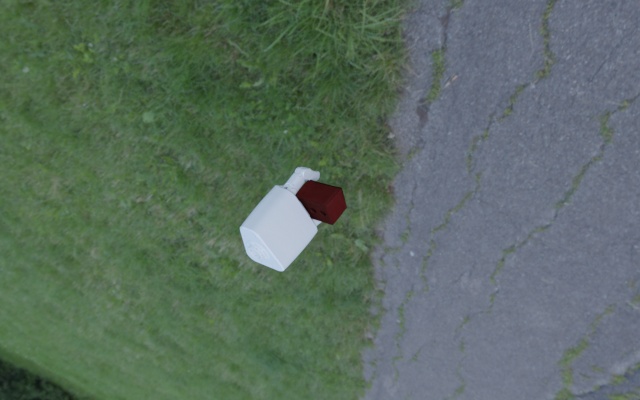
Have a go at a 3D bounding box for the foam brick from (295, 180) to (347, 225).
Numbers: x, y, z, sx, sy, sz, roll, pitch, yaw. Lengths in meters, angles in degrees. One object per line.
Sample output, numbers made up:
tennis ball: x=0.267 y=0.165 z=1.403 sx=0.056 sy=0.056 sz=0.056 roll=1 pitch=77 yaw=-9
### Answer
foam brick: x=0.000 y=0.003 z=0.880 sx=0.078 sy=0.053 sz=0.051 roll=15 pitch=51 yaw=35
